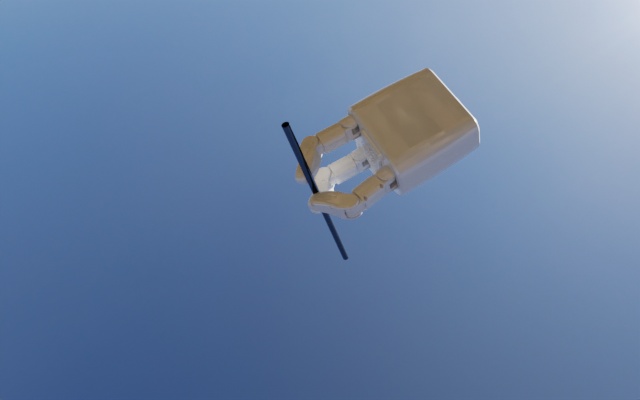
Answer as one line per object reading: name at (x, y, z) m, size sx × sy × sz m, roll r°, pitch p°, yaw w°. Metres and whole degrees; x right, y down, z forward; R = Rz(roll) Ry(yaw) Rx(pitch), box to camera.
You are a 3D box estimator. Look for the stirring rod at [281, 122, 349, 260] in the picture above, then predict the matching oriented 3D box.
stirring rod at (0.000, 0.002, 0.538) m, size 0.011 × 0.011 × 0.240 m, roll 0°, pitch -37°, yaw 20°
